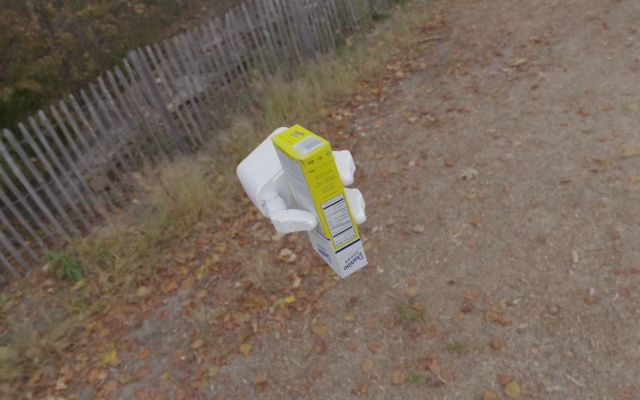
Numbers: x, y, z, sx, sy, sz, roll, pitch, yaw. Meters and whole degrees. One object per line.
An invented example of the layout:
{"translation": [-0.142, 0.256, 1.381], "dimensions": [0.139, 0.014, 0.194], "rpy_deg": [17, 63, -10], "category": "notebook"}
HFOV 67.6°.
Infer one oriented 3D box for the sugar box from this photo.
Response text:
{"translation": [0.000, 0.002, 0.589], "dimensions": [0.048, 0.176, 0.093], "rpy_deg": [-30, 32, -13], "category": "sugar box"}
